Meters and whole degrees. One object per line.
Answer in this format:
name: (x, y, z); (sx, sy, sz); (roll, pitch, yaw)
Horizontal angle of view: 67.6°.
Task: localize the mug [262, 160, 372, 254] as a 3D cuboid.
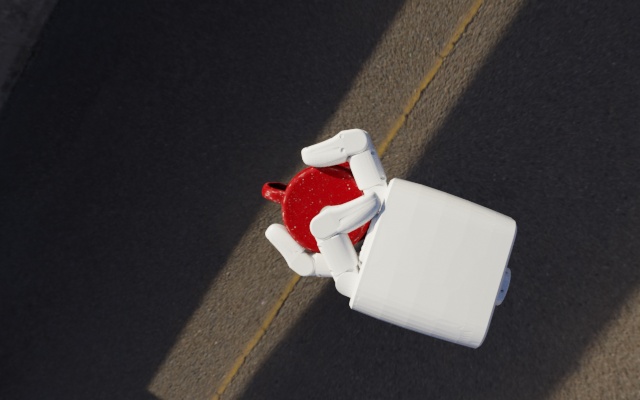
mug: (-0.001, 0.001, 0.460); (0.117, 0.093, 0.081); (16, 9, 10)
